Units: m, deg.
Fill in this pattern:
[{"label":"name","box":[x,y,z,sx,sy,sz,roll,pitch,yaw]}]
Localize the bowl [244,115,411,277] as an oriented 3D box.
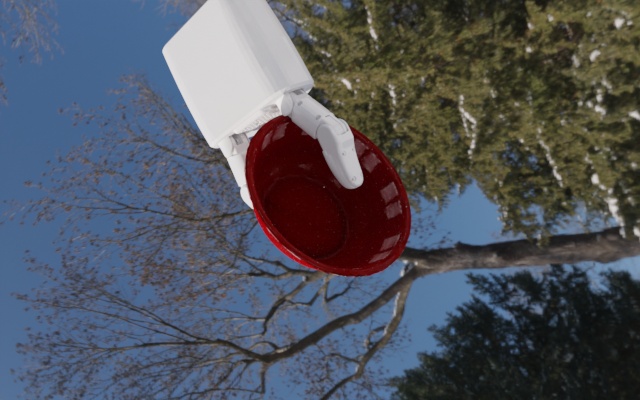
[{"label":"bowl","box":[0.000,0.003,0.426,0.162,0.162,0.055,0,-29,-32]}]
